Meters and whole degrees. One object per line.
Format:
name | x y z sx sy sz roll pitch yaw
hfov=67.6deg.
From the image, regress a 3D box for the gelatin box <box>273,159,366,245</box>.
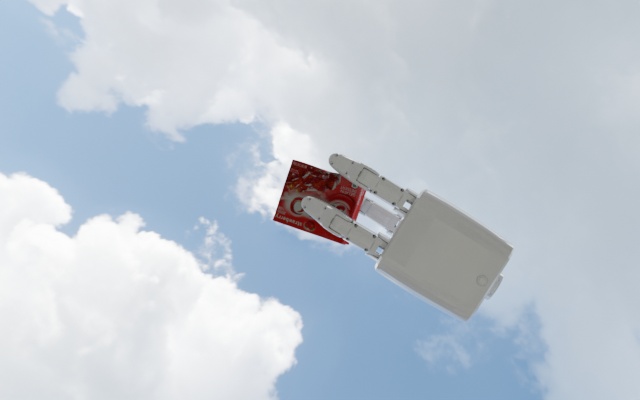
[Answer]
gelatin box | 0.000 0.002 0.532 0.089 0.073 0.030 19 1 18
